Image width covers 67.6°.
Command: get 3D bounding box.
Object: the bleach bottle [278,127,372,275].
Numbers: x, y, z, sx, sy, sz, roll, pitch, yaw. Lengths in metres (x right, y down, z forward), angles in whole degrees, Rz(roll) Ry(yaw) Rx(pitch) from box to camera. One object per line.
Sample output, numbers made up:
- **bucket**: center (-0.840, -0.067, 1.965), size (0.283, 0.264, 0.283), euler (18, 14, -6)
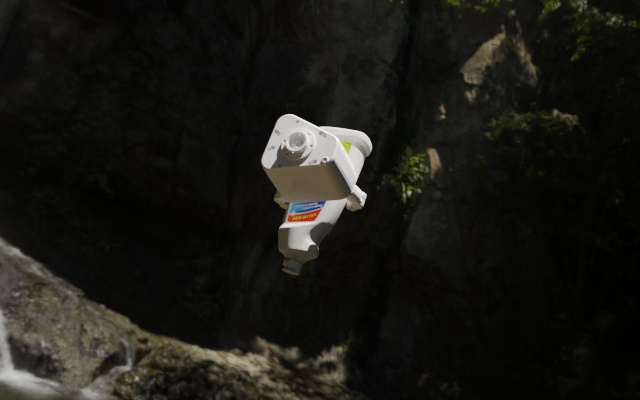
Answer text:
- **bleach bottle**: center (0.000, 0.003, 0.787), size (0.102, 0.250, 0.068), euler (12, -20, 23)
